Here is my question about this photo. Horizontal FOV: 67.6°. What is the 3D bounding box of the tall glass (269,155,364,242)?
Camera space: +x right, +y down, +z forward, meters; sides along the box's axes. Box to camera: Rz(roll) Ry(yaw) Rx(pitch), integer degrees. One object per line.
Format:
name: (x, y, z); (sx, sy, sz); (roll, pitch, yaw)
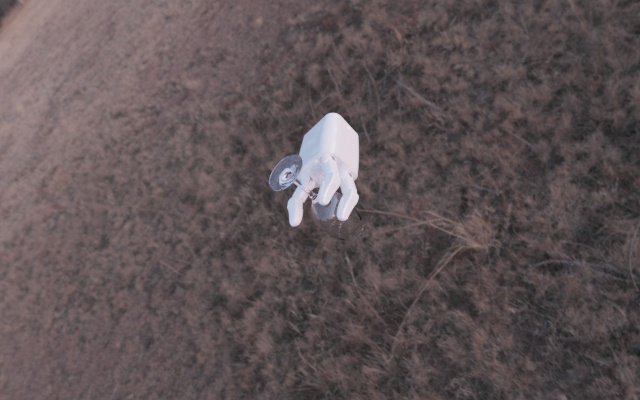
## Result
tall glass: (0.000, 0.003, 0.875); (0.079, 0.079, 0.201); (0, -31, 45)
